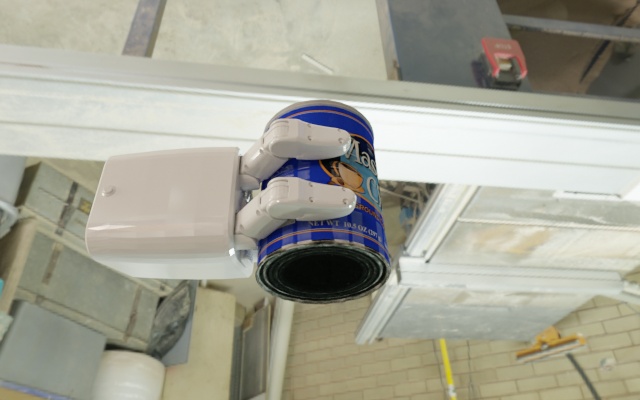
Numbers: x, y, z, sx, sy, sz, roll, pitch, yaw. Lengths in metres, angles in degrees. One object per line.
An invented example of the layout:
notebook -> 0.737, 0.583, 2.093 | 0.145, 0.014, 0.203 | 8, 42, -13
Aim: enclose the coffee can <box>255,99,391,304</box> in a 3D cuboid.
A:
coffee can -> 0.000, 0.001, 0.400 | 0.103, 0.140, 0.103 | -1, -35, -1
